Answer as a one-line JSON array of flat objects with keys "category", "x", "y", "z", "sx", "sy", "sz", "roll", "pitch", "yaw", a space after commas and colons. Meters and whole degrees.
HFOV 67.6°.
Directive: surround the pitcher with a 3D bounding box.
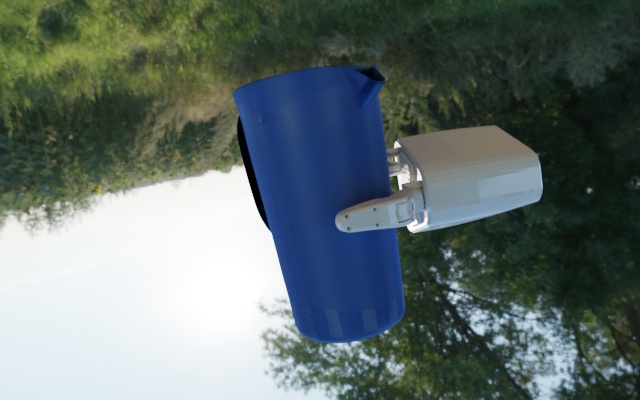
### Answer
[{"category": "pitcher", "x": 0.000, "y": 0.001, "z": 0.457, "sx": 0.145, "sy": 0.243, "sz": 0.149, "roll": -11, "pitch": 7, "yaw": -1}]
